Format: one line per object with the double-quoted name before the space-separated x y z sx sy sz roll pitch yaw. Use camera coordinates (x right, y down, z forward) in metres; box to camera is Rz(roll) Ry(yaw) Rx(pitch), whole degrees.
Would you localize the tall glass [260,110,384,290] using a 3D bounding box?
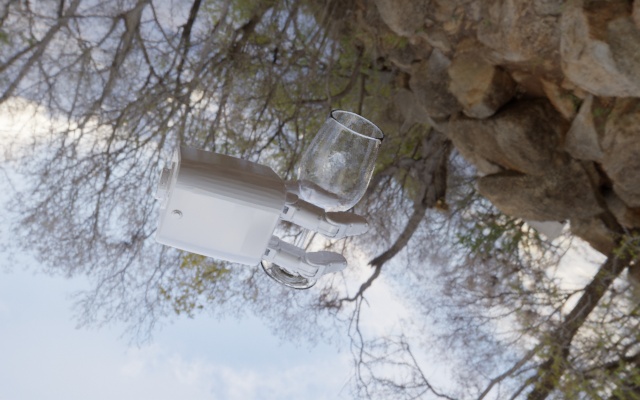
"tall glass" 0.000 0.002 0.534 0.079 0.201 0.079 20 27 -11
